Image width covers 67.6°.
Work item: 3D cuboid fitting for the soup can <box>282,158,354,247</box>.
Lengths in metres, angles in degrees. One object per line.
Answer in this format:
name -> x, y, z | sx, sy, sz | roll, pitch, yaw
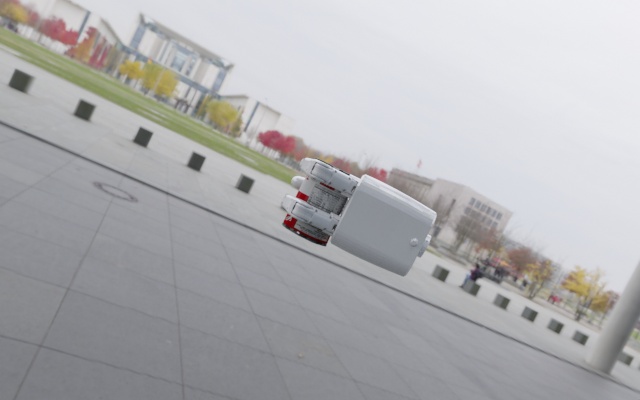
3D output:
soup can -> 0.000, 0.002, 0.648 | 0.068, 0.102, 0.068 | 26, 3, -1
